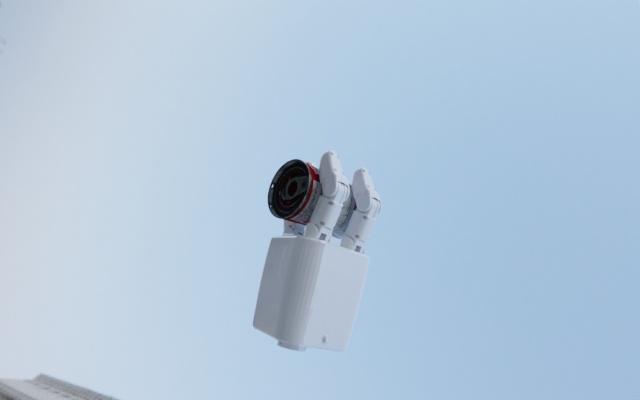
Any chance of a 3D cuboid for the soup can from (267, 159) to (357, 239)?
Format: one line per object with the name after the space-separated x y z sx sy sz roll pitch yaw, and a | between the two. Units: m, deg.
0.000 0.001 0.547 0.102 0.068 0.068 23 -15 -40 | soup can
